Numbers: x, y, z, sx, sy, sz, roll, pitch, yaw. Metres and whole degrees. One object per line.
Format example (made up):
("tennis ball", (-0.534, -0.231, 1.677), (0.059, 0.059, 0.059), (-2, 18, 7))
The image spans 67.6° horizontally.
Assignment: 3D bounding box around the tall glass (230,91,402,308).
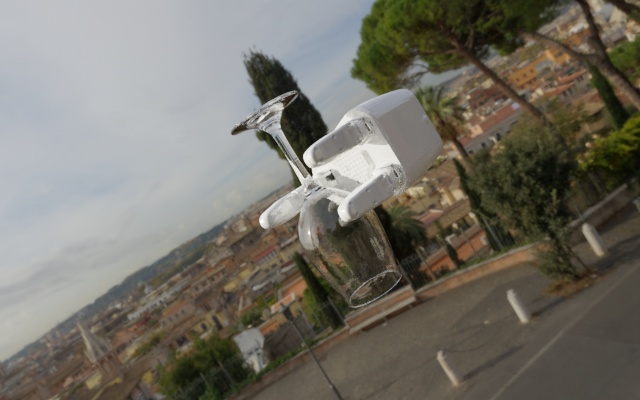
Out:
("tall glass", (0.000, 0.001, 0.455), (0.079, 0.201, 0.079), (-32, 4, 2))
